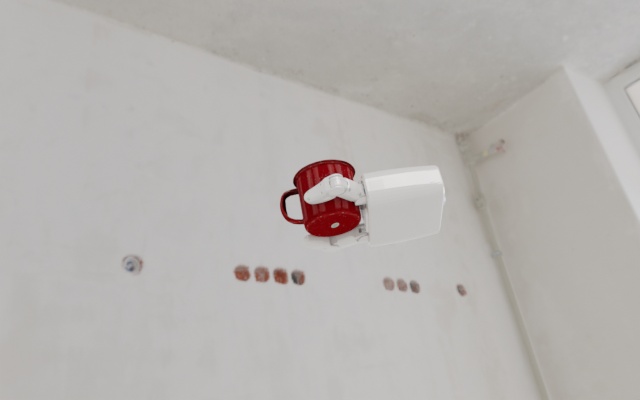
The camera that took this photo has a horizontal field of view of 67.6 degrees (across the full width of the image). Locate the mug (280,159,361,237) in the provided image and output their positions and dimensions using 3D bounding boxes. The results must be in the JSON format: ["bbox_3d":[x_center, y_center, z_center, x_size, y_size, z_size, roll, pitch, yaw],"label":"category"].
[{"bbox_3d":[-0.001,0.003,0.682,0.117,0.081,0.093,-10,-27,-2],"label":"mug"}]
